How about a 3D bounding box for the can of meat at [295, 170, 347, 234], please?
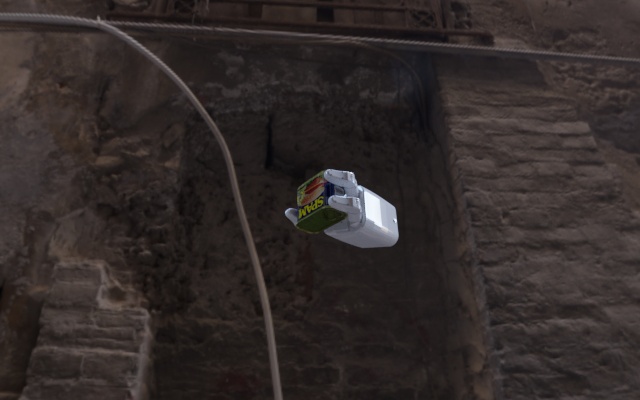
[{"bbox_3d":[0.000,0.003,0.893,0.057,0.084,0.102,24,-40,-35],"label":"can of meat"}]
